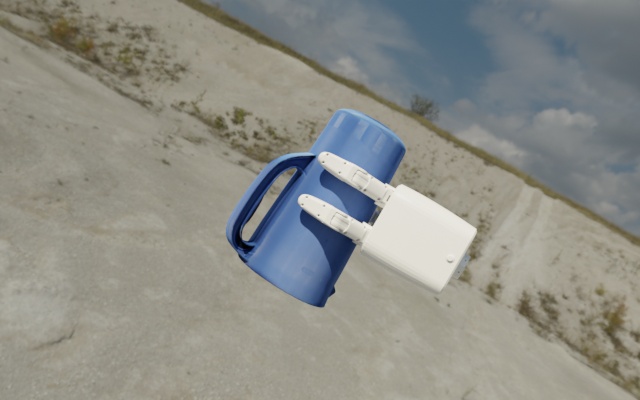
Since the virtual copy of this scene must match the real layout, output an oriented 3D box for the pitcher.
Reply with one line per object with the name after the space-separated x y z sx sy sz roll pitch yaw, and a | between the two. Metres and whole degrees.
0.000 0.002 0.623 0.145 0.243 0.149 31 -2 15 | pitcher
